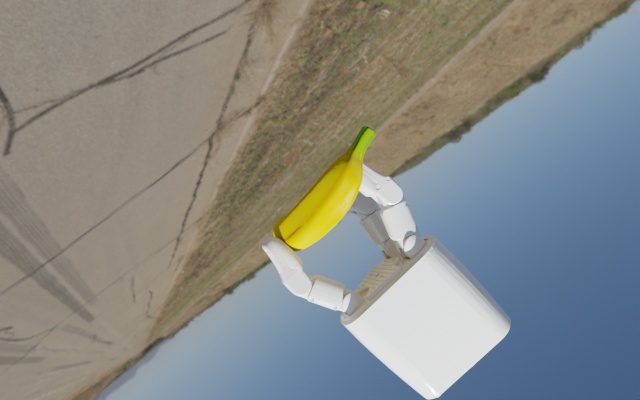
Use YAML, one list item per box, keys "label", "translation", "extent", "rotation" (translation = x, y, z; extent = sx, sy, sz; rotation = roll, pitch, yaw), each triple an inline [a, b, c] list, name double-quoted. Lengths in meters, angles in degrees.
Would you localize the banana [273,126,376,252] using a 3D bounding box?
- label: "banana"
  translation: [-0.008, 0.012, 0.432]
  extent: [0.037, 0.069, 0.198]
  rotation: [40, -36, -4]
